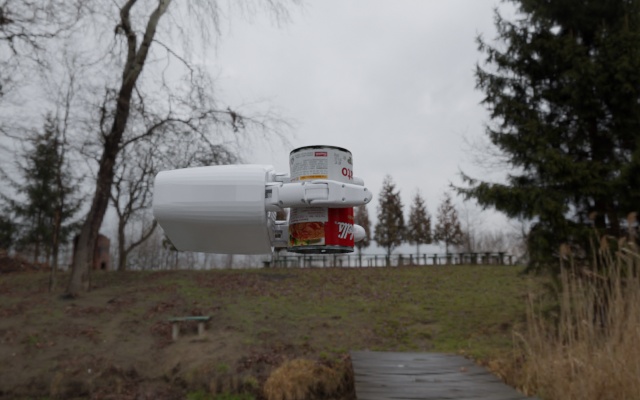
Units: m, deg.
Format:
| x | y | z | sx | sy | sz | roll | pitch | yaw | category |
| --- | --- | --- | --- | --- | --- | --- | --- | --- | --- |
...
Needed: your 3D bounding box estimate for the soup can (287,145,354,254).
| x | y | z | sx | sy | sz | roll | pitch | yaw | category |
| --- | --- | --- | --- | --- | --- | --- | --- | --- | --- |
| 0.001 | 0.001 | 0.487 | 0.068 | 0.102 | 0.068 | 0 | -11 | 0 | soup can |
